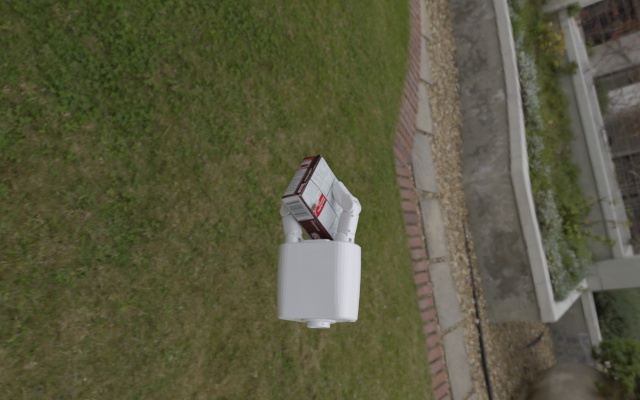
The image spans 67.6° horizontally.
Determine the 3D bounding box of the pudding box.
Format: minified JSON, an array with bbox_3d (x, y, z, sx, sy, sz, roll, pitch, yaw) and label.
[{"bbox_3d":[0.000,0.002,0.717,0.039,0.090,0.113,-8,-49,35],"label":"pudding box"}]
